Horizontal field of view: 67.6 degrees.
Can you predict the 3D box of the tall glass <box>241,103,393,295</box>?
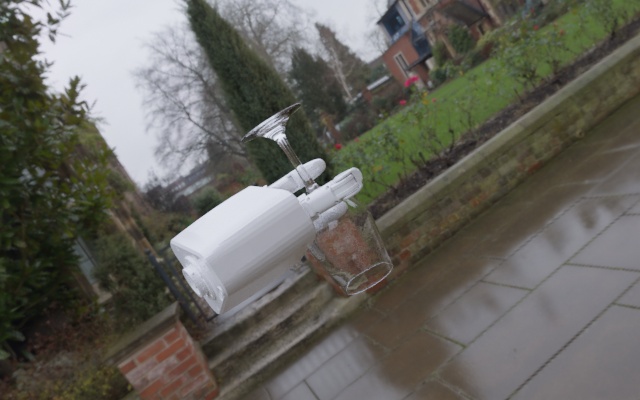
[{"bbox_3d":[0.000,0.001,0.513,0.079,0.201,0.079,-32,5,3],"label":"tall glass"}]
